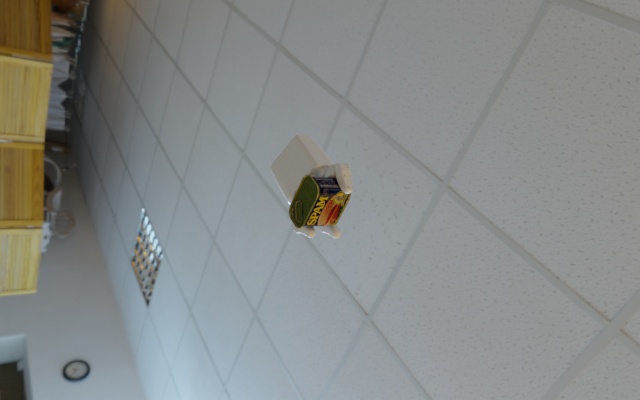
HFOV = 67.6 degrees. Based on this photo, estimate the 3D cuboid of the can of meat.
[{"bbox_3d":[0.000,0.003,0.899,0.084,0.102,0.057,1,39,-37],"label":"can of meat"}]
